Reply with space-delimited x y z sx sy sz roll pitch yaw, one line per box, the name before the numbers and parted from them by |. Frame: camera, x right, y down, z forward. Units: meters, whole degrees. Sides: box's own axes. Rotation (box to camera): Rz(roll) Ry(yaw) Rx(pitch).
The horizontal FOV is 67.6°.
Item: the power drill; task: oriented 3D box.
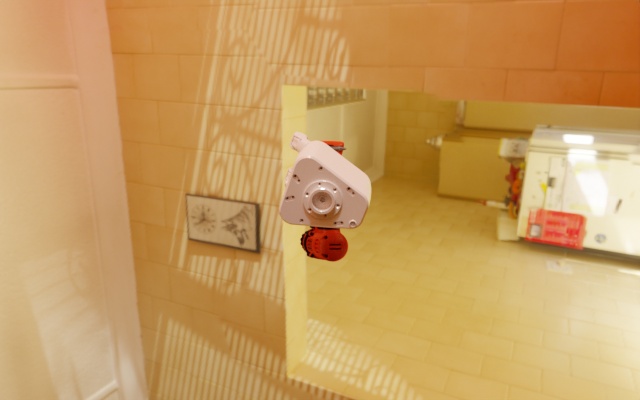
power drill | 0.000 0.002 0.775 0.057 0.187 0.184 -2 -1 -15
